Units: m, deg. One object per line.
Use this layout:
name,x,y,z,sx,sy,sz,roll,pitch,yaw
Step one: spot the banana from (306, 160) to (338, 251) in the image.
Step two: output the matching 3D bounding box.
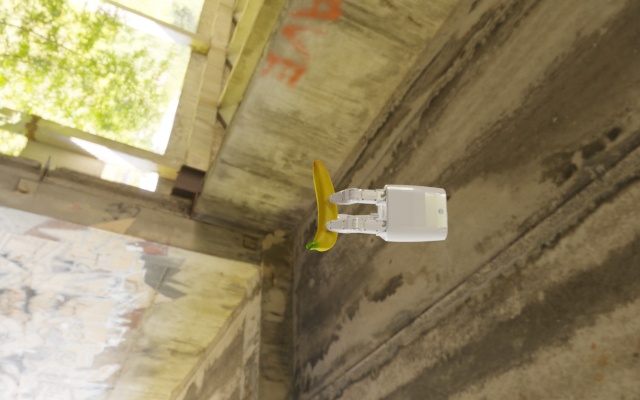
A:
banana,0.007,0.016,0.861,0.037,0.197,0.070,-14,-41,18
